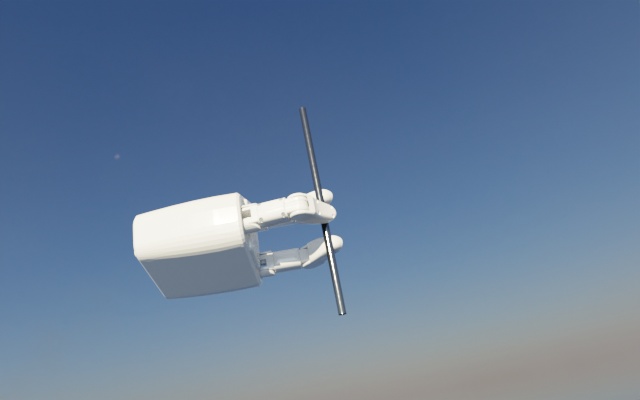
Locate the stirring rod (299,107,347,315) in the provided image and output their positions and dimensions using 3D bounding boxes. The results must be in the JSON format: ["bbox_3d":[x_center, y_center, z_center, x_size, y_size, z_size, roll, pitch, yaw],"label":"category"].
[{"bbox_3d":[0.000,0.002,0.508,0.011,0.239,0.011,-9,-24,-4],"label":"stirring rod"}]
